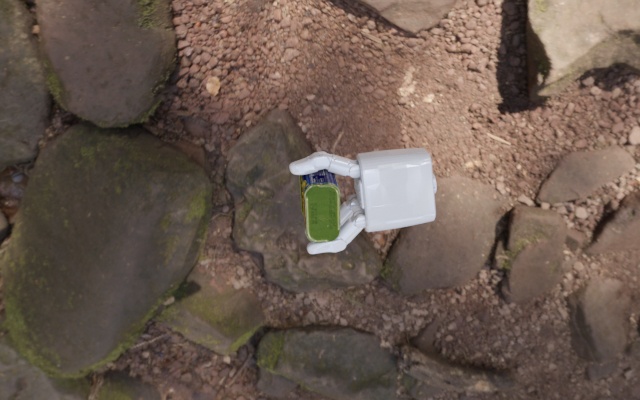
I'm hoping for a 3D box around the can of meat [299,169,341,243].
[{"bbox_3d":[0.000,0.002,0.722,0.057,0.102,0.084,-4,27,-4],"label":"can of meat"}]
